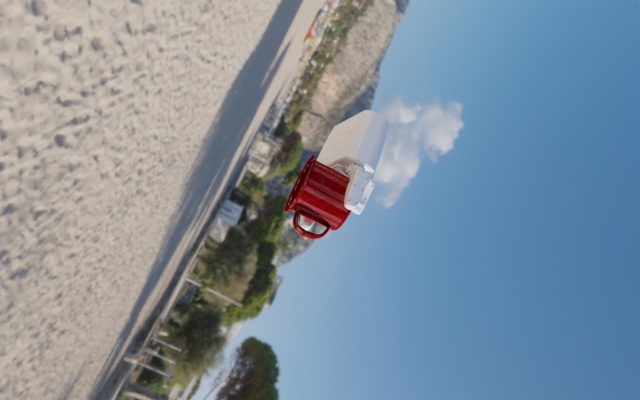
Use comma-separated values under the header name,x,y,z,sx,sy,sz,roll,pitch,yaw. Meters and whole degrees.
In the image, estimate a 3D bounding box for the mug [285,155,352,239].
name,x,y,z,sx,sy,sz,roll,pitch,yaw
mug,0.000,0.004,0.698,0.081,0.117,0.093,27,-29,-10
